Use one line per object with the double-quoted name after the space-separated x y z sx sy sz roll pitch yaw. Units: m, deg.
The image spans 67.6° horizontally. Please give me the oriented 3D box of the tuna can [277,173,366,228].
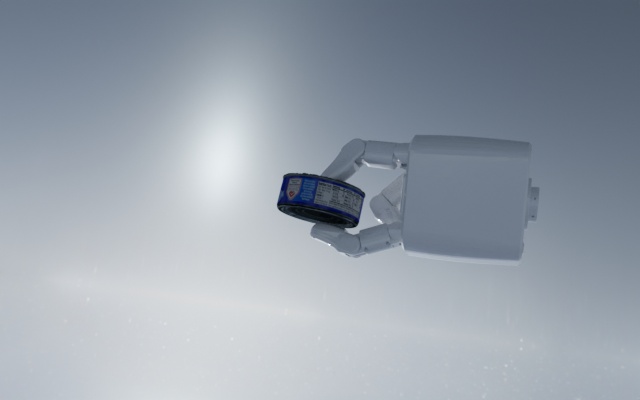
0.000 0.002 0.480 0.086 0.033 0.086 13 -11 3 "tuna can"
